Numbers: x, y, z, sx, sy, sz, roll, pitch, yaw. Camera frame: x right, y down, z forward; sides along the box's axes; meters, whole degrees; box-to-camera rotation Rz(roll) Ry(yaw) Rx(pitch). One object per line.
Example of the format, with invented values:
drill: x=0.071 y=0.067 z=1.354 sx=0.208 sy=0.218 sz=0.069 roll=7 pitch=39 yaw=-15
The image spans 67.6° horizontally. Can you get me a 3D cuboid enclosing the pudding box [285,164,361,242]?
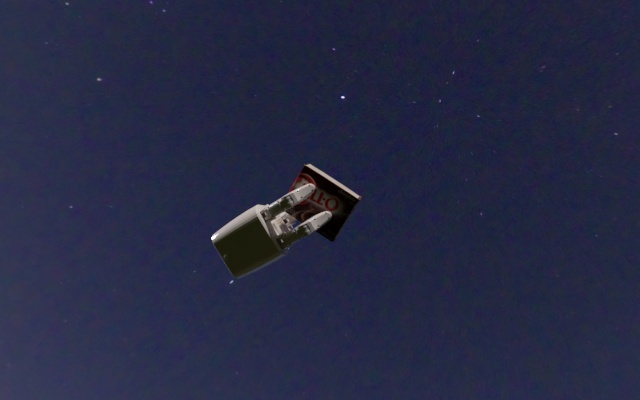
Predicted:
pudding box: x=0.000 y=0.003 z=0.826 sx=0.113 sy=0.090 sz=0.039 roll=32 pitch=16 yaw=5
